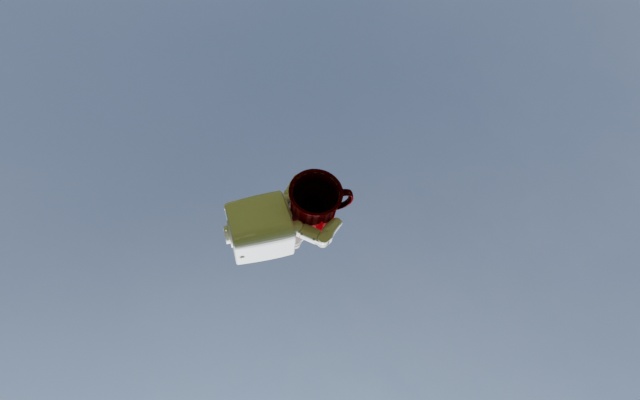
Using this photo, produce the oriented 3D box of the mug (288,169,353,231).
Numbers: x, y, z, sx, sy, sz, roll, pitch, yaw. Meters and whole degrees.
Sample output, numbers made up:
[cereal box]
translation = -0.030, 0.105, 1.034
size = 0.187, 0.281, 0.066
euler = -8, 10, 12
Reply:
[mug]
translation = 0.001, 0.003, 0.839
size = 0.117, 0.093, 0.081
euler = -10, -28, -12
